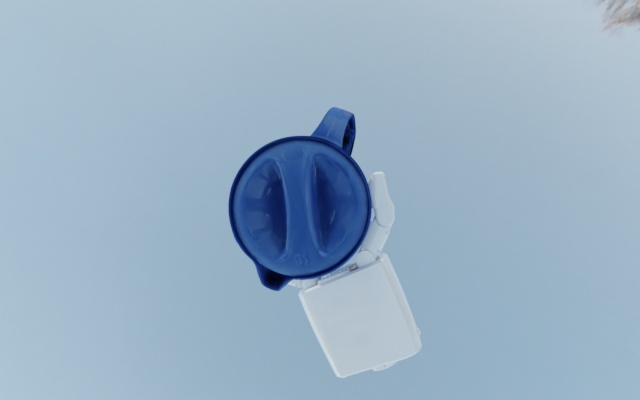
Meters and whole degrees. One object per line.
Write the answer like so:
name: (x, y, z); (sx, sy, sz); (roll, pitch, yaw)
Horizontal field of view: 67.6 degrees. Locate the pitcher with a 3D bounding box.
pitcher: (0.000, 0.002, 0.547); (0.149, 0.145, 0.243); (-25, -5, 6)
